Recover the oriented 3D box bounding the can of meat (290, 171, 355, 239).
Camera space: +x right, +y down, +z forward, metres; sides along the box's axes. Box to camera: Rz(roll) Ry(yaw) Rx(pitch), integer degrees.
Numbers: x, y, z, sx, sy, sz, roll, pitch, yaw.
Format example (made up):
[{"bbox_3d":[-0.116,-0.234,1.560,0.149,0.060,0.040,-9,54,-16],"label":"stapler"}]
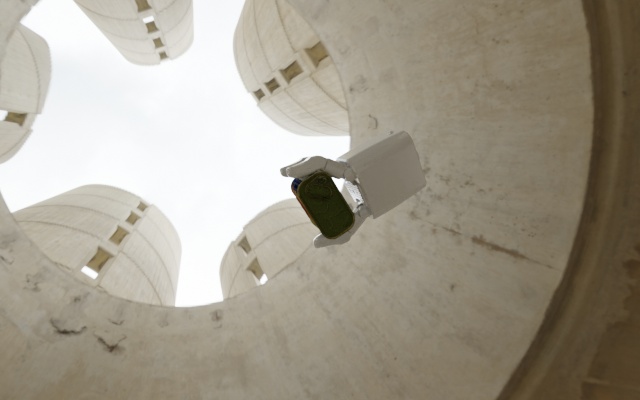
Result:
[{"bbox_3d":[0.000,0.003,0.745,0.057,0.102,0.084,-34,14,-7],"label":"can of meat"}]
